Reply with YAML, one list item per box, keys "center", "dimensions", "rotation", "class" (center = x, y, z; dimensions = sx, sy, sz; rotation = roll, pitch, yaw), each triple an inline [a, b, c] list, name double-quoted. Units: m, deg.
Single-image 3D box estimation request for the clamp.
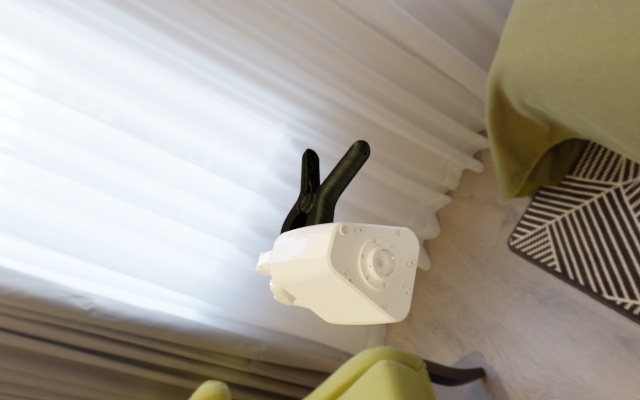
- center: [-0.001, 0.002, 0.564]
  dimensions: [0.039, 0.171, 0.120]
  rotation: [25, -23, -27]
  class: "clamp"
